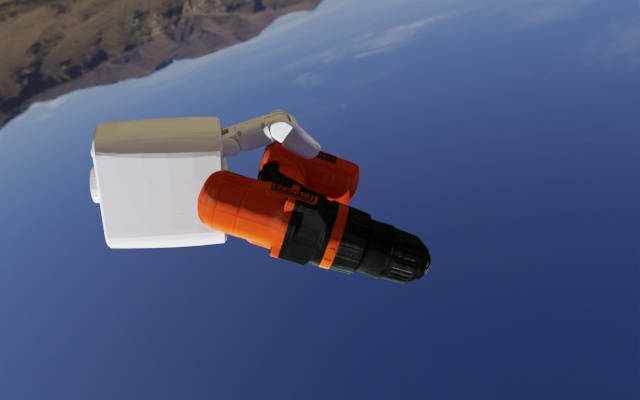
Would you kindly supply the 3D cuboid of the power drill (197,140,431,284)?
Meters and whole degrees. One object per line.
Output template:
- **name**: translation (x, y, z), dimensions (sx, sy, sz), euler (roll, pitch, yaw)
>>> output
- **power drill**: translation (0.000, 0.001, 0.433), dimensions (0.184, 0.057, 0.187), euler (19, 16, -3)
